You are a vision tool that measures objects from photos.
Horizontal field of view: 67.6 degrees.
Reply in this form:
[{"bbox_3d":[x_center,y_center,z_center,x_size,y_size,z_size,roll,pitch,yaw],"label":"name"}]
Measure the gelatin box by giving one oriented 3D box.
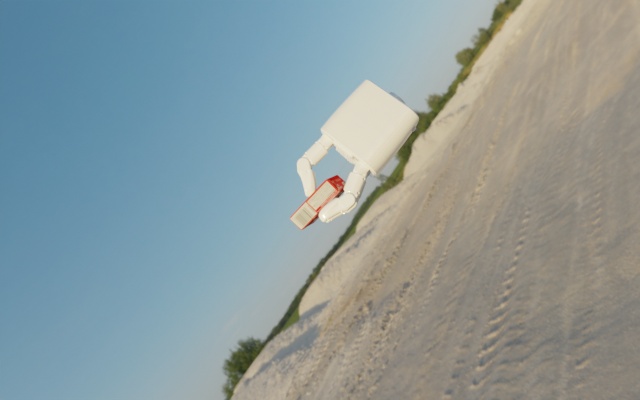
[{"bbox_3d":[0.000,0.002,0.745,0.089,0.030,0.073,-46,-5,14],"label":"gelatin box"}]
